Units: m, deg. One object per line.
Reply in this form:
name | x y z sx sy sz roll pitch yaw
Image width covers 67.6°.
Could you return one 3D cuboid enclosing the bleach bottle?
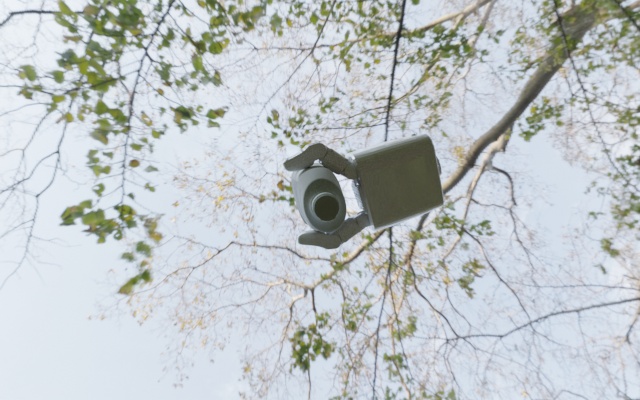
bleach bottle | 0.000 0.002 0.644 0.068 0.102 0.251 -18 8 -2
